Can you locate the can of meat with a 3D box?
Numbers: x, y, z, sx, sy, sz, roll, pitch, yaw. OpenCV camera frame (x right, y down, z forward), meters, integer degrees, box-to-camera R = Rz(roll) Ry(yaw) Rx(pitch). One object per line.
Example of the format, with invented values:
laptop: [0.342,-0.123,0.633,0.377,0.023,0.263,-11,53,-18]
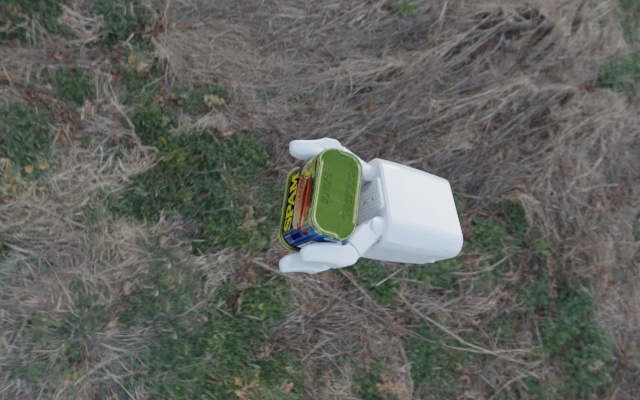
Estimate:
can of meat: [0.000,0.002,0.522,0.057,0.102,0.084,16,-21,-23]
